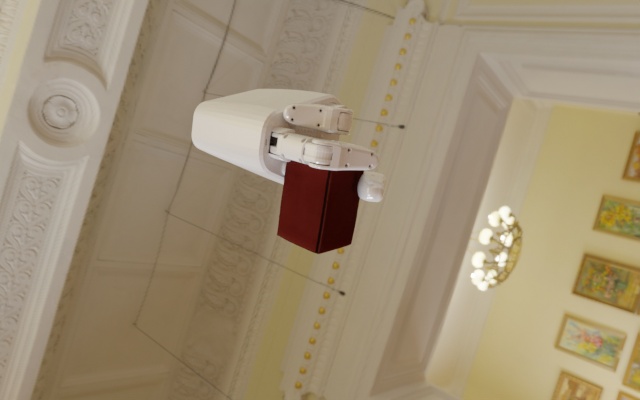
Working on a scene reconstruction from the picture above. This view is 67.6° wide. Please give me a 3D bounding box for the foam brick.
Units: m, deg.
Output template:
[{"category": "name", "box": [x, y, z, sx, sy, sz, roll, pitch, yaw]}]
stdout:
[{"category": "foam brick", "box": [0.000, 0.002, 0.437, 0.051, 0.078, 0.053, 17, 14, 36]}]
